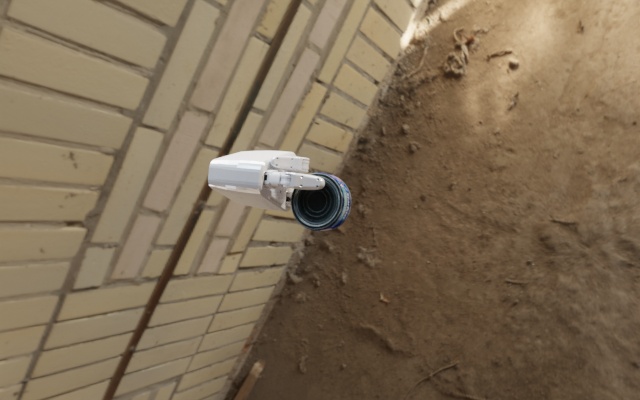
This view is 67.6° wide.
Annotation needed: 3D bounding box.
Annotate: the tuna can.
[{"bbox_3d":[0.000,0.002,0.702,0.086,0.086,0.034,0,-5,24],"label":"tuna can"}]
